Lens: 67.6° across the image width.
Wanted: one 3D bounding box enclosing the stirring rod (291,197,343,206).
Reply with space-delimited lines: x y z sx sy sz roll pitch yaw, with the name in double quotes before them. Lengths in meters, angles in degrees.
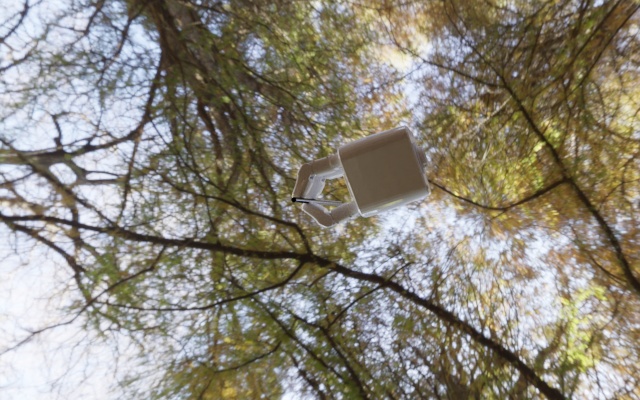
"stirring rod" 0.000 0.003 0.805 0.011 0.011 0.239 0 -2 19
